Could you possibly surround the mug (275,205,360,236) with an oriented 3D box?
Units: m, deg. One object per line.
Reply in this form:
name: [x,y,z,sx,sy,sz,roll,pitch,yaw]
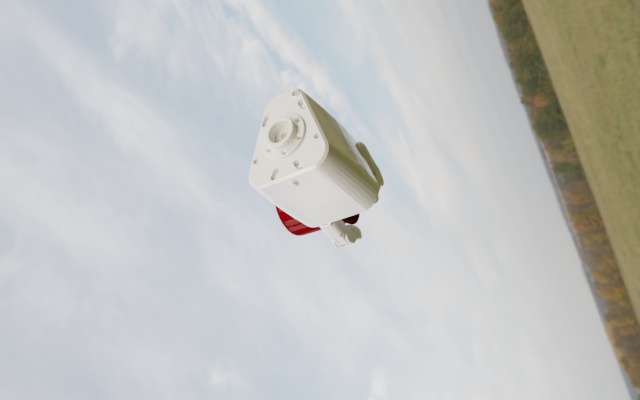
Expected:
mug: [0.001,0.003,0.622,0.081,0.093,0.117,-19,-34,24]
